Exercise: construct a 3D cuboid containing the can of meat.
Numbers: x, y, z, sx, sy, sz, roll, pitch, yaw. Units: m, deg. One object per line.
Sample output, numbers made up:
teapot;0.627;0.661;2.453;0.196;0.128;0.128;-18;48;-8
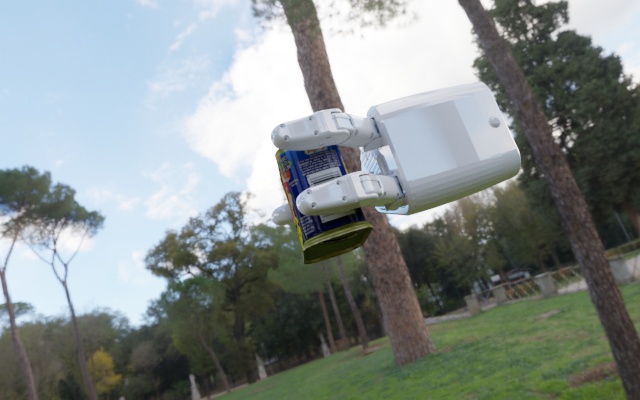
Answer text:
can of meat;0.000;0.001;0.406;0.057;0.084;0.102;-17;-14;-6
